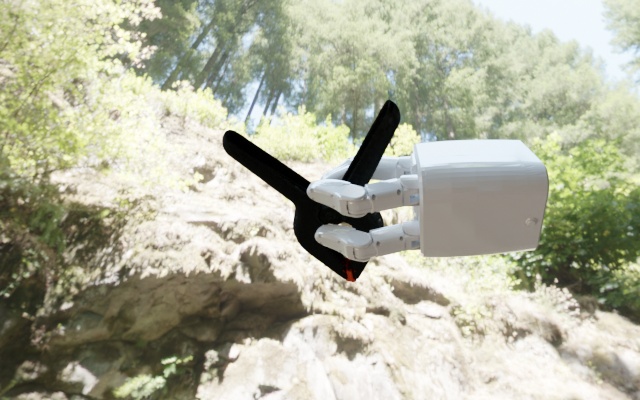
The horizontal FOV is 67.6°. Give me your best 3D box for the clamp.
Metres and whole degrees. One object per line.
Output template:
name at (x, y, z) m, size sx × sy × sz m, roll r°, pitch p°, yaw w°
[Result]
clamp at (0.000, 0.001, 0.481) m, size 0.164 × 0.210 × 0.036 m, roll -2°, pitch 38°, yaw 10°
